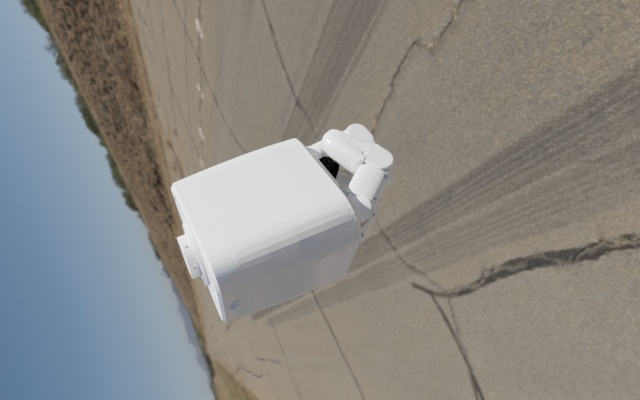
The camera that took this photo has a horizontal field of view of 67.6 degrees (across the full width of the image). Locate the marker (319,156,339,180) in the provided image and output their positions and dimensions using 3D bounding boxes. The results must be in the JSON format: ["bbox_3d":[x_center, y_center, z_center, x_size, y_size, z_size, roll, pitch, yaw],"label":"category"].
[{"bbox_3d":[0.000,0.001,0.423,0.020,0.020,0.121,0,-32,-7],"label":"marker"}]
